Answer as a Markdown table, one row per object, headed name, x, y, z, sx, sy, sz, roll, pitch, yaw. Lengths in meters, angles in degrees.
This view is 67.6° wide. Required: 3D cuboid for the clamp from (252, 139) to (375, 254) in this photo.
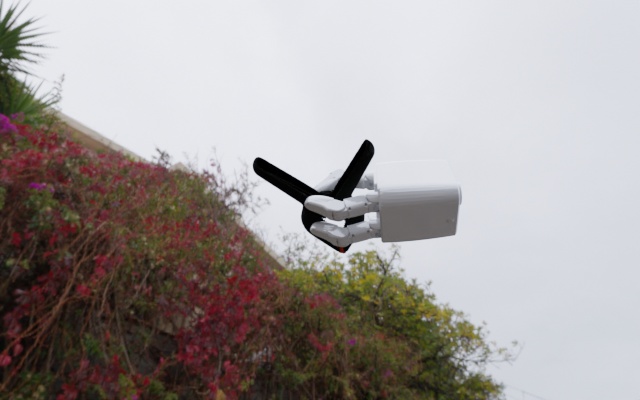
| name | x | y | z | sx | sy | sz | roll | pitch | yaw |
| --- | --- | --- | --- | --- | --- | --- | --- | --- | --- |
| clamp | 0.000 | 0.002 | 0.688 | 0.164 | 0.036 | 0.210 | -2 | -44 | 8 |
